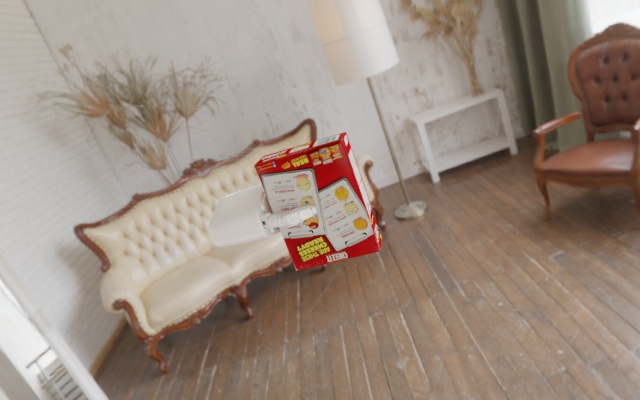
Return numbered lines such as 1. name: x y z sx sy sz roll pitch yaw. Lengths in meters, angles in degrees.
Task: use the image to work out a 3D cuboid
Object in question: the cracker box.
1. cracker box: 0.000 0.003 0.852 0.164 0.214 0.072 -15 19 16
